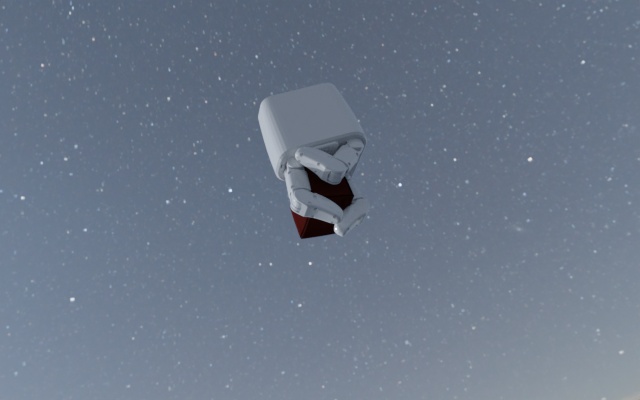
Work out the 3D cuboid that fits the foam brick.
[{"bbox_3d":[0.000,0.002,0.591,0.053,0.051,0.078,-6,-39,-24],"label":"foam brick"}]
